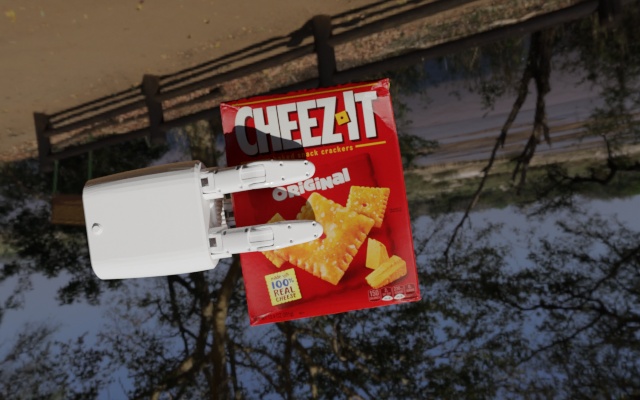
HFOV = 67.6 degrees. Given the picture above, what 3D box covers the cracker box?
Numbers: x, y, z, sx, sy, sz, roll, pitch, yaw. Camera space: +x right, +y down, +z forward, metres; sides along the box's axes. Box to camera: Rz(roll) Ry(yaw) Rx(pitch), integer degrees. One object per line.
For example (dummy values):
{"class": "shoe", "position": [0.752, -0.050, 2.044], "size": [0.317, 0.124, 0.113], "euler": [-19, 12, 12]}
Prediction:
{"class": "cracker box", "position": [0.000, 0.002, 0.469], "size": [0.164, 0.213, 0.072], "euler": [-8, -1, 1]}
